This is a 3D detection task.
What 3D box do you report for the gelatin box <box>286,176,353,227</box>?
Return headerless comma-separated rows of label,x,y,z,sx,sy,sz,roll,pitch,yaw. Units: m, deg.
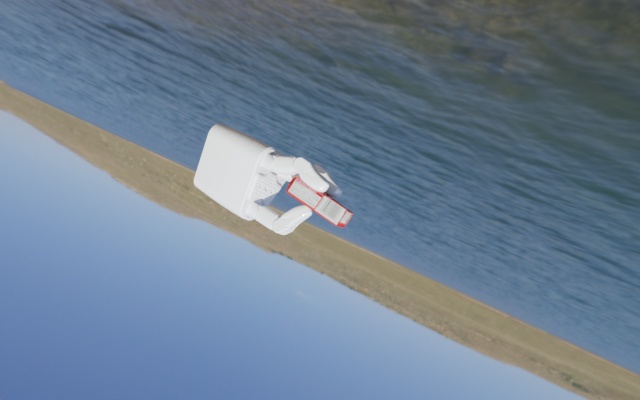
gelatin box,0.000,0.003,0.682,0.089,0.030,0.073,34,1,12
